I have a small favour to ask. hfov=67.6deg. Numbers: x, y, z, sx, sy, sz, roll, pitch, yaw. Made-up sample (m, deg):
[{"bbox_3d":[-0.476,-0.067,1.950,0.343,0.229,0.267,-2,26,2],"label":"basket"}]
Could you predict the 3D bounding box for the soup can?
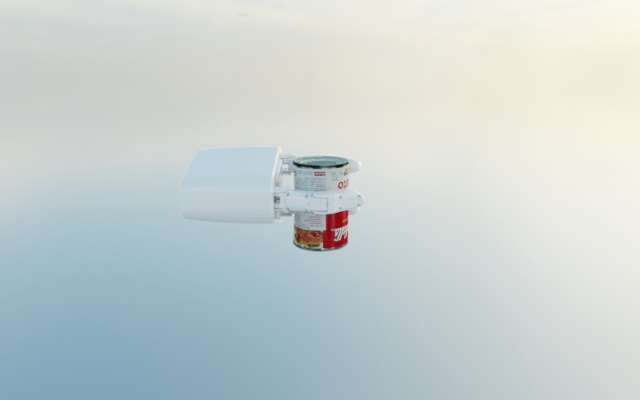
[{"bbox_3d":[0.001,0.002,0.571,0.068,0.102,0.068,0,15,0],"label":"soup can"}]
